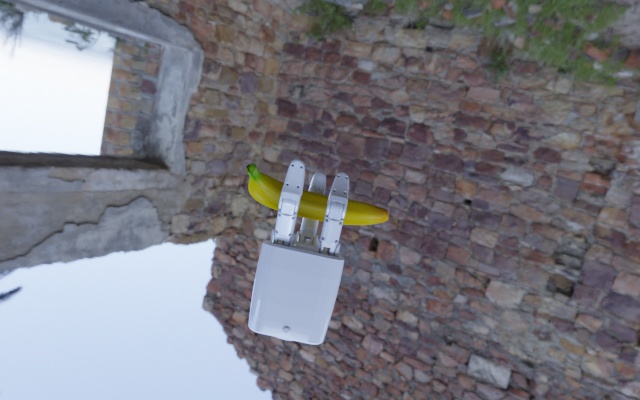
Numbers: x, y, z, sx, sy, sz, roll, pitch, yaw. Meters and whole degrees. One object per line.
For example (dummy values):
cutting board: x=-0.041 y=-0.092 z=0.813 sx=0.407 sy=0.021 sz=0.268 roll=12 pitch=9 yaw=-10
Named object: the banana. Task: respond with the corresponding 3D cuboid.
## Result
banana: x=-0.011 y=0.003 z=0.606 sx=0.198 sy=0.037 sz=0.069 roll=16 pitch=-13 yaw=-22
